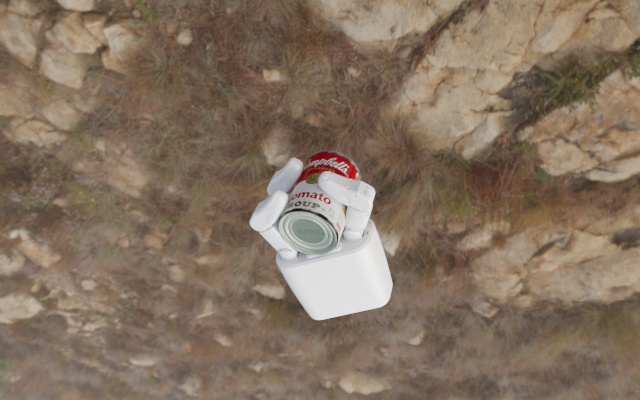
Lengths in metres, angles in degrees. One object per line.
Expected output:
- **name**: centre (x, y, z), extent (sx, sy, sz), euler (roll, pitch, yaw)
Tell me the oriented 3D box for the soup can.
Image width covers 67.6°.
- **soup can**: centre (0.000, 0.002, 0.528), extent (0.068, 0.069, 0.102), euler (0, 41, 22)
